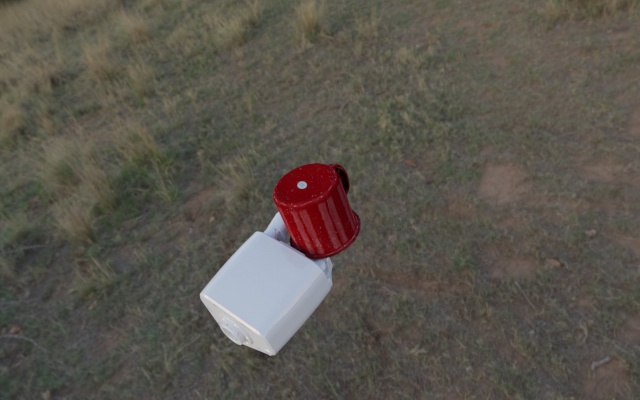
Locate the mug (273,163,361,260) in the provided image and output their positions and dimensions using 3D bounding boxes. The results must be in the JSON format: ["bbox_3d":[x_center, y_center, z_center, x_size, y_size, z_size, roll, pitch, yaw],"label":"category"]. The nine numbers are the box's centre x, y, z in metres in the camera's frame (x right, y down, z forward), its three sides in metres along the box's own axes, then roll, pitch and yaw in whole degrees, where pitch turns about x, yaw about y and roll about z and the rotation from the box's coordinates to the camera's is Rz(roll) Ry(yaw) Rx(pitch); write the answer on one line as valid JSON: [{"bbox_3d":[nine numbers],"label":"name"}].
[{"bbox_3d":[0.001,0.001,0.580,0.093,0.082,0.117,13,49,37],"label":"mug"}]
